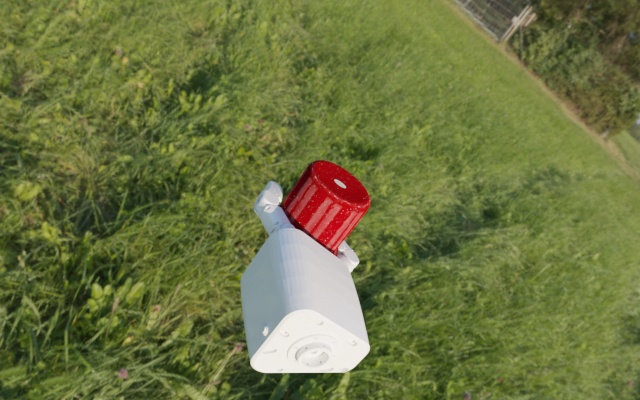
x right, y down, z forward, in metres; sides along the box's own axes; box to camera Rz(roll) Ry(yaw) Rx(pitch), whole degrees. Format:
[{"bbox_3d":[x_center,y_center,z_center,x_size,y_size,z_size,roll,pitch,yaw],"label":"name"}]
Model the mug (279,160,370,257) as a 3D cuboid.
[{"bbox_3d":[0.000,0.001,0.550,0.093,0.081,0.117,21,30,-28],"label":"mug"}]
